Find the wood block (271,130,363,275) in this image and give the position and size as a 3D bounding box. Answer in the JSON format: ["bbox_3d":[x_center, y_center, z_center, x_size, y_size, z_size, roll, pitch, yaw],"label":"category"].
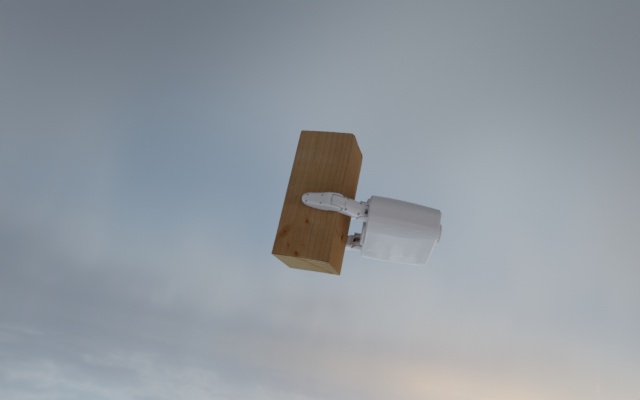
[{"bbox_3d":[0.000,0.003,0.756,0.090,0.206,0.091,6,-19,17],"label":"wood block"}]
